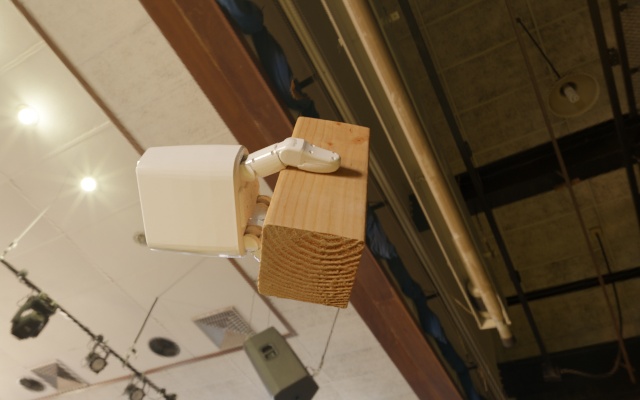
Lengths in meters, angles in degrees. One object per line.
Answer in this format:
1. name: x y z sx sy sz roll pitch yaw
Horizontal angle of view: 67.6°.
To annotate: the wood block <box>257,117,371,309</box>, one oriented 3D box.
1. wood block: 0.000 0.001 0.510 0.090 0.091 0.206 10 37 0
